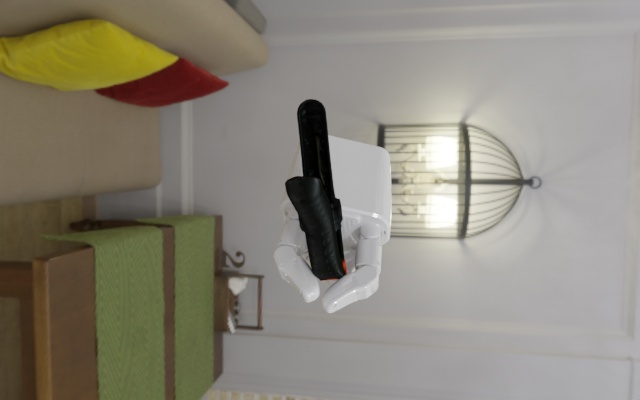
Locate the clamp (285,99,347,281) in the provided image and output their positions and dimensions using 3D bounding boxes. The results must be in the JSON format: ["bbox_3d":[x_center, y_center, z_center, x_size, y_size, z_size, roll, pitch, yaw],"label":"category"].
[{"bbox_3d":[0.001,0.002,0.418,0.039,0.120,0.172,1,-40,10],"label":"clamp"}]
